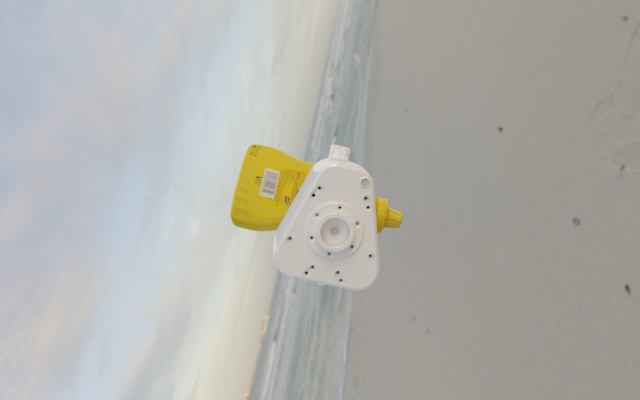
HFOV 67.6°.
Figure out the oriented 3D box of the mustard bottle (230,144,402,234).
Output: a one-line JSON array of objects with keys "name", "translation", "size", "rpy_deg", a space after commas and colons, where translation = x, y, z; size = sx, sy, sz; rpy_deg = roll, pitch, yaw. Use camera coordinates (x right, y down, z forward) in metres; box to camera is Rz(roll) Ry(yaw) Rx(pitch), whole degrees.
[{"name": "mustard bottle", "translation": [0.000, 0.002, 0.550], "size": [0.191, 0.096, 0.058], "rpy_deg": [13, -19, -3]}]
